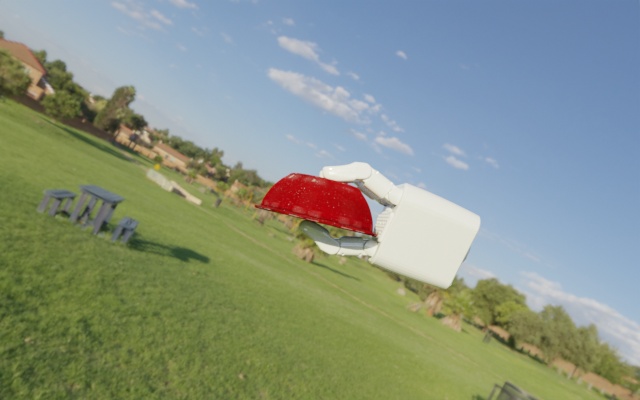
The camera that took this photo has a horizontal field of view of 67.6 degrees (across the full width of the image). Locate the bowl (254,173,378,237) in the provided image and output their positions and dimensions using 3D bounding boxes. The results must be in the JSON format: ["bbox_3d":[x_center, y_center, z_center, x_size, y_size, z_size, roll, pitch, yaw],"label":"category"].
[{"bbox_3d":[-0.001,0.001,0.611,0.162,0.055,0.162,13,-2,1],"label":"bowl"}]
